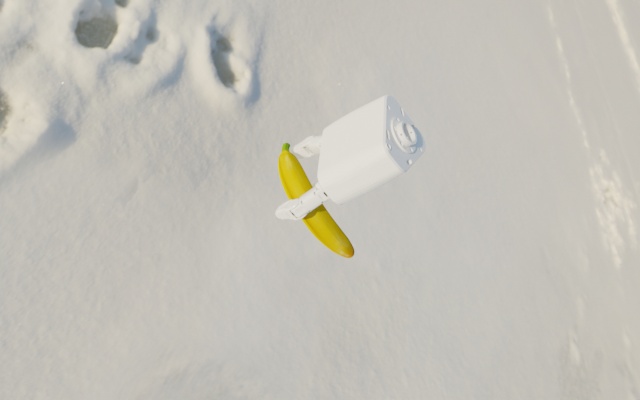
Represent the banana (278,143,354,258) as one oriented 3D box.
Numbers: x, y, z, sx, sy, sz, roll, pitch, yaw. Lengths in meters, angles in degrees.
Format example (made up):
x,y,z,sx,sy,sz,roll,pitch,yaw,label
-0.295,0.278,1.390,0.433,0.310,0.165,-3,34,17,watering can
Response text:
x,y,z,sx,sy,sz,roll,pitch,yaw,label
-0.010,0.005,0.686,0.037,0.198,0.069,-28,2,33,banana
